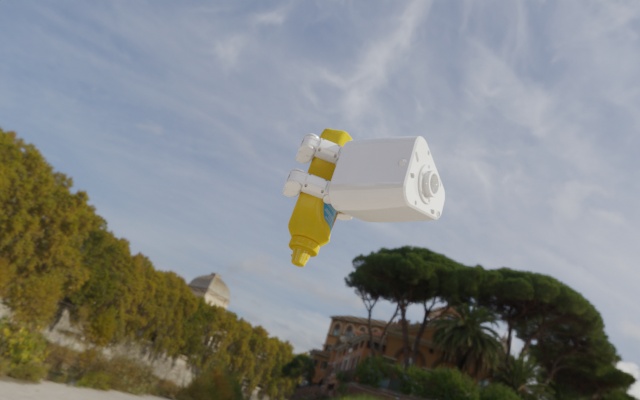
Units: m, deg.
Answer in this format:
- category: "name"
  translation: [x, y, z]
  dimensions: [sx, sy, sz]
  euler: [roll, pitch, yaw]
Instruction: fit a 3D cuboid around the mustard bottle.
- category: "mustard bottle"
  translation: [0.000, 0.002, 0.663]
  dimensions: [0.058, 0.191, 0.096]
  euler: [12, -25, 15]
